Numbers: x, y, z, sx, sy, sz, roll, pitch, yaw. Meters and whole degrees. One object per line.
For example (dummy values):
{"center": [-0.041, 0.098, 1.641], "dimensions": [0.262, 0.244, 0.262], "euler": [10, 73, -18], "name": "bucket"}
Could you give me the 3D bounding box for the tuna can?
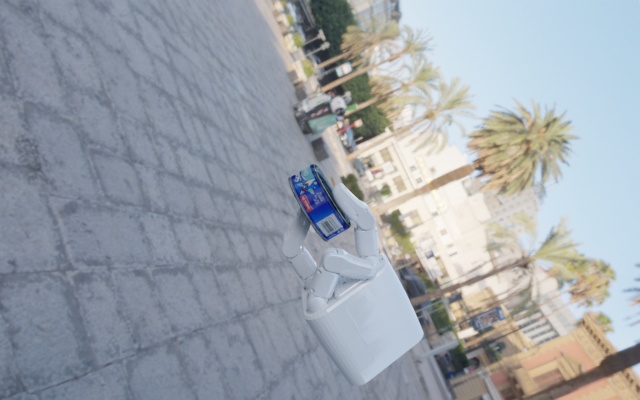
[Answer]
{"center": [0.001, 0.001, 0.543], "dimensions": [0.034, 0.086, 0.086], "euler": [-31, -4, 7], "name": "tuna can"}
